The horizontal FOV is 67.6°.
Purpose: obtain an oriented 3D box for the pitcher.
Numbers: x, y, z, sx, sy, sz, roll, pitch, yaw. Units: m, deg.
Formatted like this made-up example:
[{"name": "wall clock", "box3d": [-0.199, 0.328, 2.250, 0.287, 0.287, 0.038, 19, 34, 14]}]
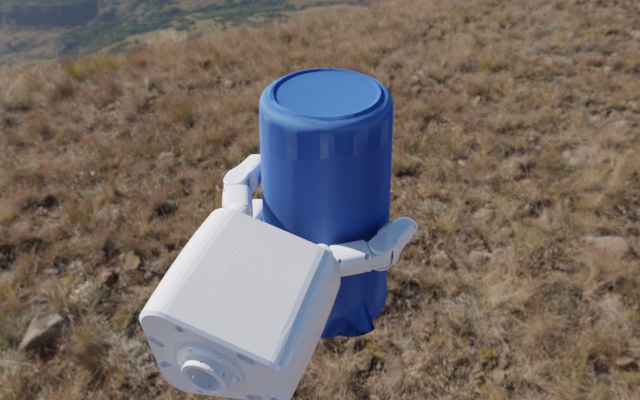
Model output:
[{"name": "pitcher", "box3d": [0.000, 0.002, 0.460, 0.149, 0.243, 0.145, 12, 40, 15]}]
